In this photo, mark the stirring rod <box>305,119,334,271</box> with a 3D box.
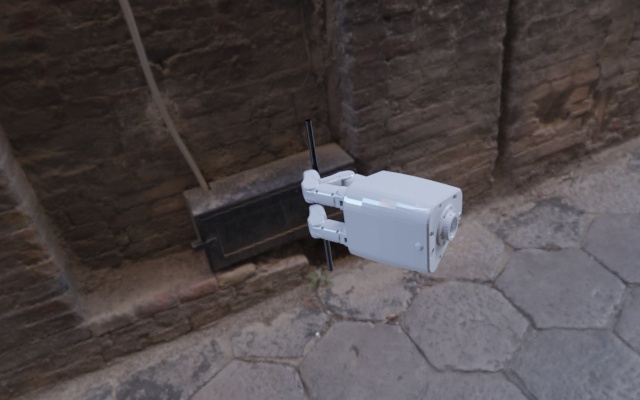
[{"bbox_3d":[0.000,0.002,0.656,0.011,0.240,0.011,-6,31,4],"label":"stirring rod"}]
